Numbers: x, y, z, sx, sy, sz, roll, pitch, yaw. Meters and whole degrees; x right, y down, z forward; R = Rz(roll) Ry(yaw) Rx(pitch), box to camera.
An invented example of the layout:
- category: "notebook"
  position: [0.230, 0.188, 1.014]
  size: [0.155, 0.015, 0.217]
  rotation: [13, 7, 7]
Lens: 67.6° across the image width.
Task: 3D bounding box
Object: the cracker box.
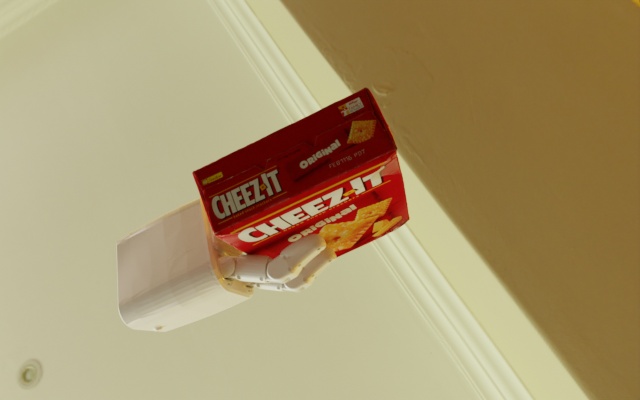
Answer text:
- category: "cracker box"
  position: [0.000, 0.001, 0.478]
  size: [0.164, 0.072, 0.214]
  rotation: [-26, -21, 4]
